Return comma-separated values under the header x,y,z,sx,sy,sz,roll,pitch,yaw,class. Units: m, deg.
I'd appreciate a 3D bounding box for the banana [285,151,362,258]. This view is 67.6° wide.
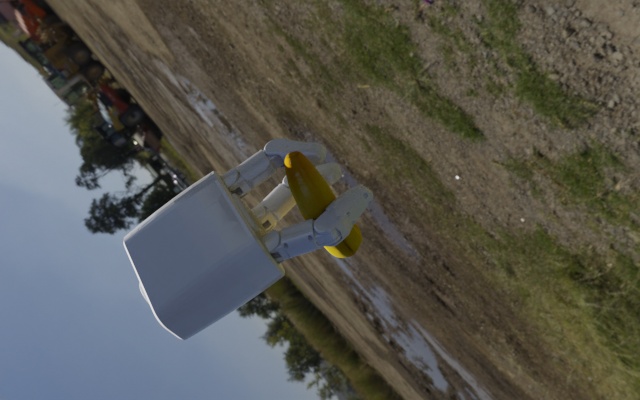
x,y,z,sx,sy,sz,roll,pitch,yaw,class
0.009,0.018,0.466,0.037,0.069,0.198,-29,-22,5,banana
